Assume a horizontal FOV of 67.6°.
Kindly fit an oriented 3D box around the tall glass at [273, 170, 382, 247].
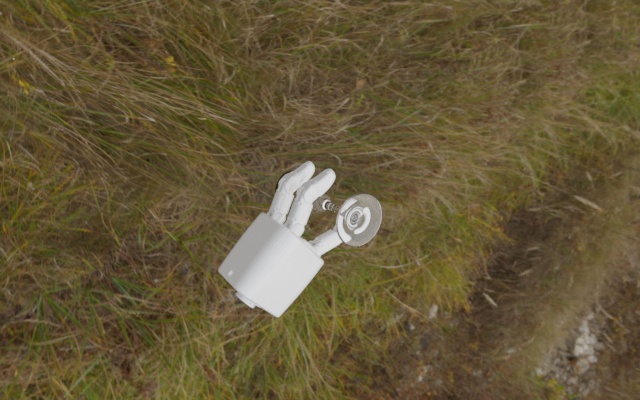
[{"bbox_3d":[0.001,0.002,0.715,0.079,0.079,0.201,0,14,-33],"label":"tall glass"}]
